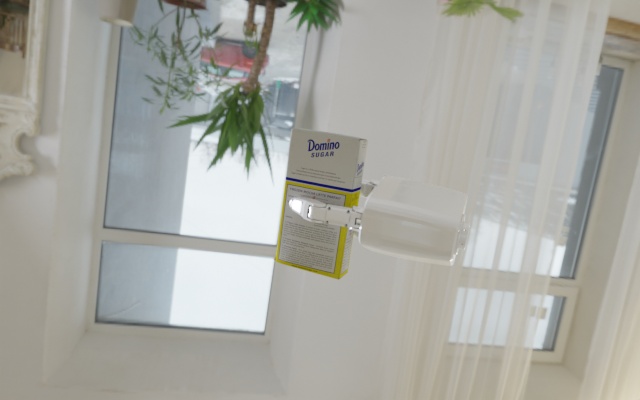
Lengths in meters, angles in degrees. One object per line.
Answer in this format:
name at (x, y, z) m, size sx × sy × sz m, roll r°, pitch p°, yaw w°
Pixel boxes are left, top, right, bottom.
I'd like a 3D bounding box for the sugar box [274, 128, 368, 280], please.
sugar box at (0.000, 0.002, 0.606) m, size 0.093 × 0.176 × 0.048 m, roll 12°, pitch 9°, yaw 19°
